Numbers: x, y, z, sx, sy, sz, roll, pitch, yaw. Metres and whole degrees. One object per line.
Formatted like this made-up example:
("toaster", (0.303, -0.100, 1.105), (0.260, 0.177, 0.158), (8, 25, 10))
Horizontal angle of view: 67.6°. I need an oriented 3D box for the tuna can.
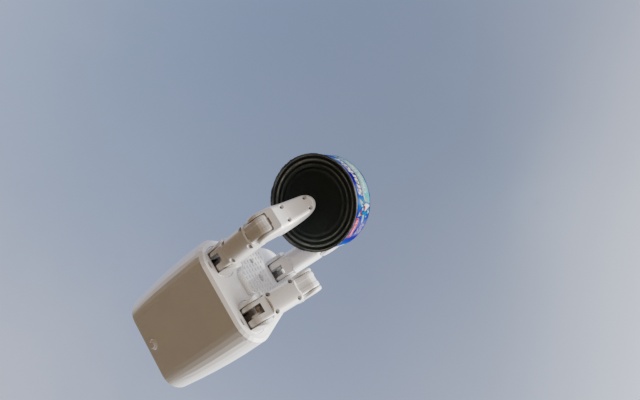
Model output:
("tuna can", (0.000, 0.001, 0.424), (0.086, 0.086, 0.034), (0, 3, 29))
